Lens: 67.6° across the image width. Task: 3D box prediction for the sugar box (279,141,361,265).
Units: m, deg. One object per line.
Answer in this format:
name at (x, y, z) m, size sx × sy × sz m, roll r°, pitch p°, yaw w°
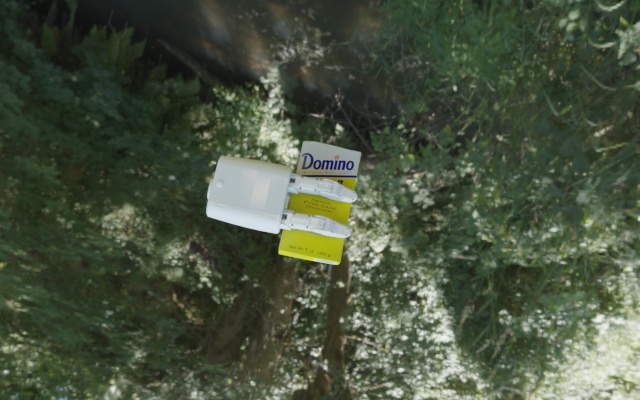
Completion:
sugar box at (0.000, 0.002, 0.722) m, size 0.093 × 0.176 × 0.048 m, roll 12°, pitch -13°, yaw -3°
